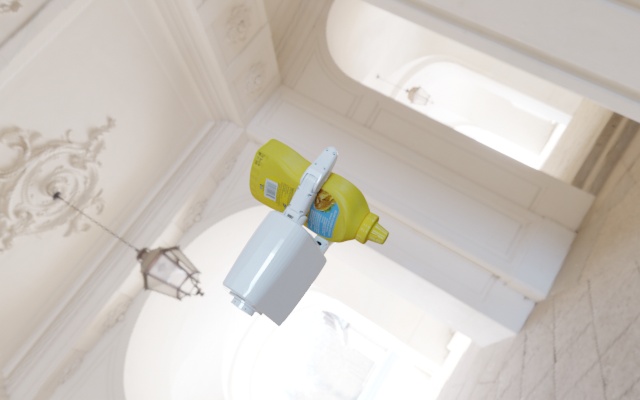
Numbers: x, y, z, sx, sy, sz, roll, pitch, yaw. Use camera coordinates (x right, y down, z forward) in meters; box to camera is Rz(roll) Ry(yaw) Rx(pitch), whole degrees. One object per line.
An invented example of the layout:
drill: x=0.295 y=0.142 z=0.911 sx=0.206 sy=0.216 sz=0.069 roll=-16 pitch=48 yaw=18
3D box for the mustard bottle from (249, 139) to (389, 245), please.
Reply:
mustard bottle: x=0.000 y=0.002 z=0.612 sx=0.191 sy=0.096 sz=0.058 roll=30 pitch=47 yaw=15
